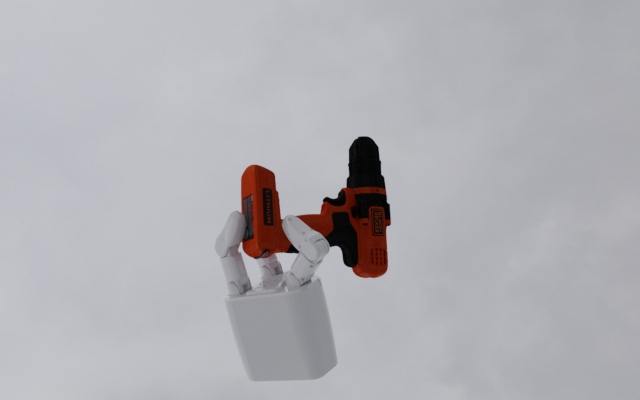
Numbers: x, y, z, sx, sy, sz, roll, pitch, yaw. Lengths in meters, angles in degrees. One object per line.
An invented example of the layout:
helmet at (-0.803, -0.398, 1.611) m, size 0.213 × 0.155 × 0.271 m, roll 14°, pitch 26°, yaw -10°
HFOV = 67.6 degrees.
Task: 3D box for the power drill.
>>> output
power drill at (0.000, 0.002, 0.581) m, size 0.187 × 0.184 × 0.057 m, roll 4°, pitch -15°, yaw -26°
